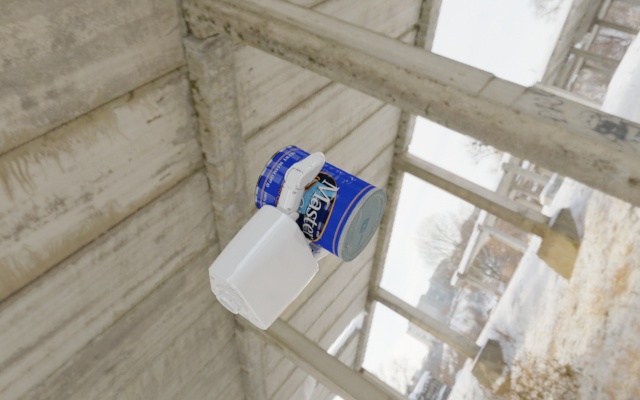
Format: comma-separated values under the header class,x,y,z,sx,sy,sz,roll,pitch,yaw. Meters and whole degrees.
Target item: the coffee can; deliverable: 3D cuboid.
class,x,y,z,sx,sy,sz,roll,pitch,yaw
coffee can,0.000,0.002,0.623,0.140,0.103,0.103,28,12,24
